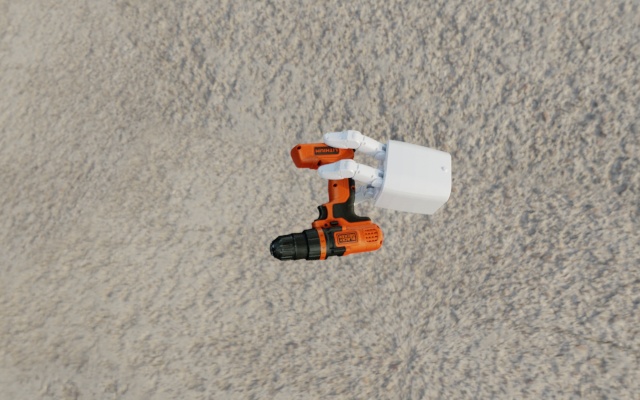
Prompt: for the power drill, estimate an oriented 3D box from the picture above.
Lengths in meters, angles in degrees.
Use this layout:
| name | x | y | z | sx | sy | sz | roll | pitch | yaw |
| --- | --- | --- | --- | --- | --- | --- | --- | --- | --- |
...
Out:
| name | x | y | z | sx | sy | sz | roll | pitch | yaw |
| --- | --- | --- | --- | --- | --- | --- | --- | --- | --- |
| power drill | 0.000 | 0.002 | 0.774 | 0.184 | 0.187 | 0.057 | -5 | -12 | -18 |
